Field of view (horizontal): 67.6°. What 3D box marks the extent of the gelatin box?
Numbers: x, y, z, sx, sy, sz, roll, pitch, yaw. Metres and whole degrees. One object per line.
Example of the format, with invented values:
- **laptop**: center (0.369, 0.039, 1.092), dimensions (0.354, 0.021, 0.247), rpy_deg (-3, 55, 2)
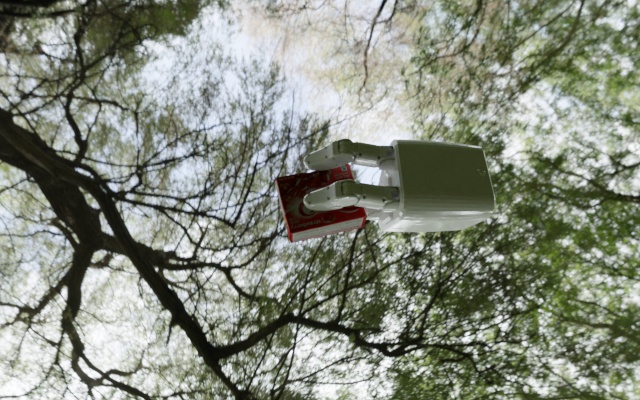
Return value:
- **gelatin box**: center (0.000, 0.002, 0.540), dimensions (0.089, 0.073, 0.030), rpy_deg (-12, -28, -8)
